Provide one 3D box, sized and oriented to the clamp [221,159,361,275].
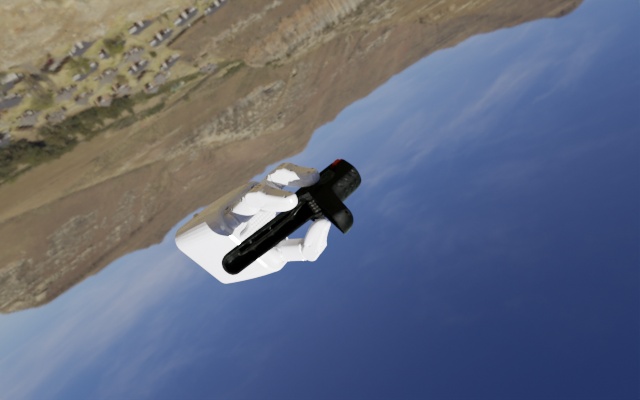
[{"bbox_3d":[0.001,0.002,0.537,0.164,0.036,0.210,-20,18,38],"label":"clamp"}]
